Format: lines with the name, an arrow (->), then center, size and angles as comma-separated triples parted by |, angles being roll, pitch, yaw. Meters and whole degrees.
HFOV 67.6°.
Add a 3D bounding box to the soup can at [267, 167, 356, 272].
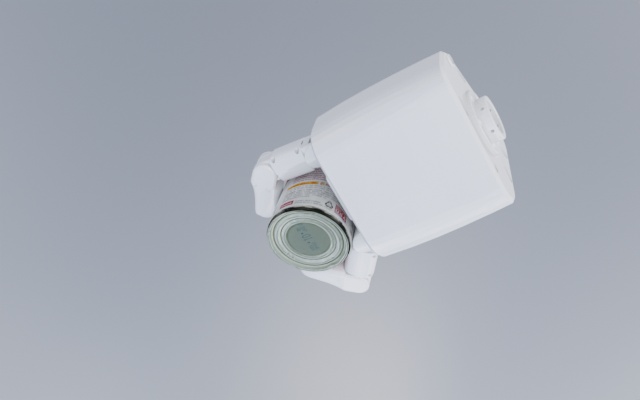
soup can -> 0.000, 0.002, 0.404 | 0.068, 0.069, 0.102 | 0, 38, 14
